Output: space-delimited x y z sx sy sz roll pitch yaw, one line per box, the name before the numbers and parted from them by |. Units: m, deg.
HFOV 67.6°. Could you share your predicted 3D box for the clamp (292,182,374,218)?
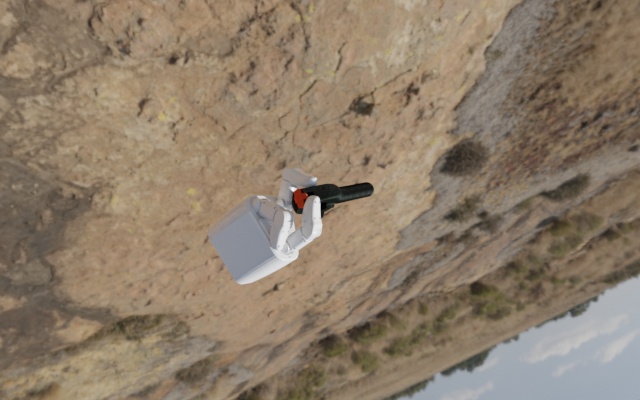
clamp | 0.000 0.003 0.772 0.120 0.039 0.171 -34 -20 32
